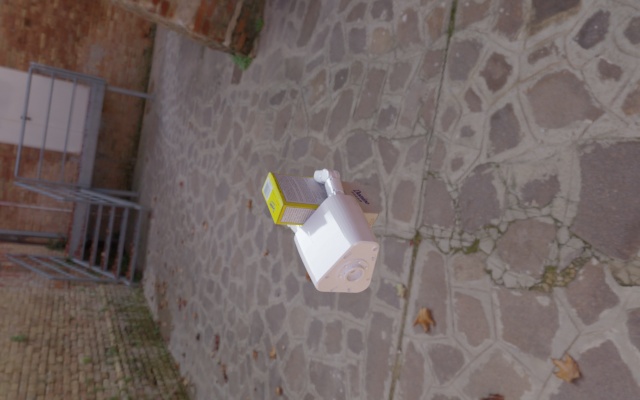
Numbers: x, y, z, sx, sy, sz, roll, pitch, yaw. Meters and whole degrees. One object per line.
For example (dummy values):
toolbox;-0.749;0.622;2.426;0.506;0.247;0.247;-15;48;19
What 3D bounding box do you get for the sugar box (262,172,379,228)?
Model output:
sugar box;0.000;0.003;0.793;0.176;0.048;0.093;8;34;-28
